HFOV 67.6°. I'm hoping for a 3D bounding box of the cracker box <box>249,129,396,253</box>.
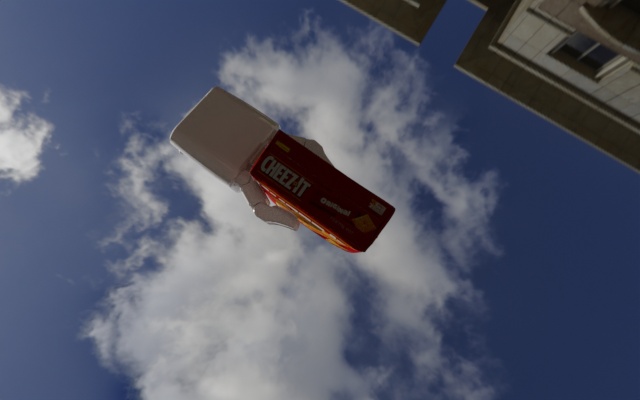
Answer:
[{"bbox_3d":[0.000,0.002,0.641,0.164,0.072,0.214,34,-5,4],"label":"cracker box"}]
